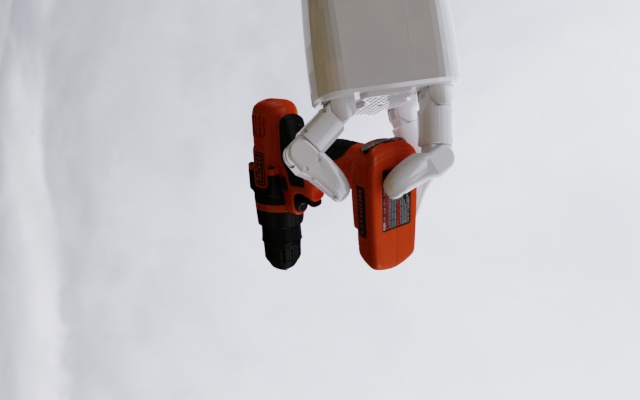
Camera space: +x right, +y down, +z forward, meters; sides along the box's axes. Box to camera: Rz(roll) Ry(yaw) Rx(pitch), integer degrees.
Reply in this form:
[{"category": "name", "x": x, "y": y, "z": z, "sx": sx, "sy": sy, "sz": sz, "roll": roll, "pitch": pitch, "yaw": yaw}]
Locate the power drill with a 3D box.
[{"category": "power drill", "x": 0.000, "y": 0.001, "z": 0.449, "sx": 0.057, "sy": 0.184, "sz": 0.187, "roll": -19, "pitch": 25, "yaw": -39}]
